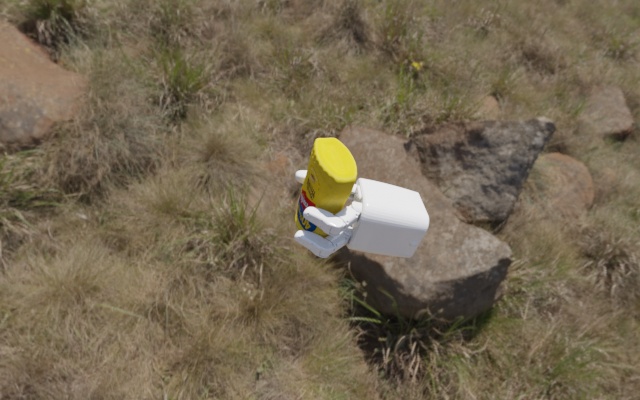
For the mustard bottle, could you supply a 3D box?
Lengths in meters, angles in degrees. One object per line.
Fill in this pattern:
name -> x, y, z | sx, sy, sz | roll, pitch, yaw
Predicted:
mustard bottle -> 0.000, 0.002, 0.746 | 0.058, 0.096, 0.192 | -6, -41, -24
